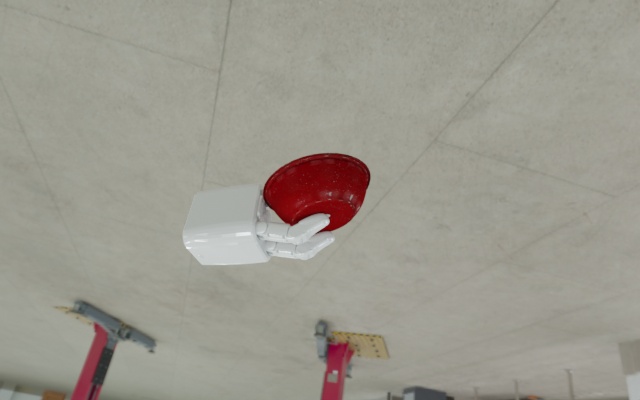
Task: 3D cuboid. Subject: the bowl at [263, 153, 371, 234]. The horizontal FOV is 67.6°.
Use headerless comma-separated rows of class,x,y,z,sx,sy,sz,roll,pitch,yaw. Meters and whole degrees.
bowl,0.001,0.002,0.689,0.162,0.055,0.162,-9,-32,-6
